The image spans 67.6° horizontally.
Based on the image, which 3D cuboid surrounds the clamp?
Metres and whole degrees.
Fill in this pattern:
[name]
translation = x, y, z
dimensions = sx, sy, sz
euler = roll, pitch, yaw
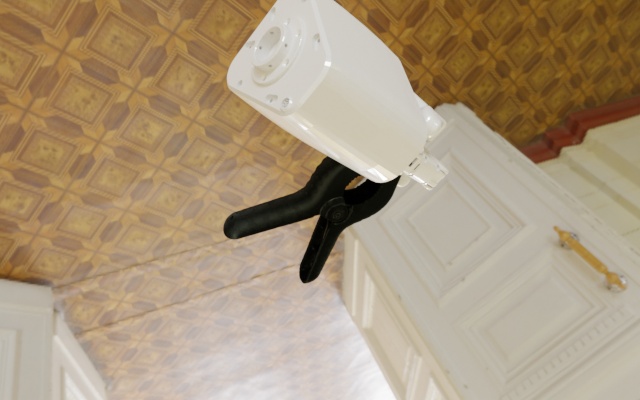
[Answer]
[clamp]
translation = 0.000, 0.002, 0.424
dimensions = 0.120, 0.171, 0.039
euler = 26, 23, -43
